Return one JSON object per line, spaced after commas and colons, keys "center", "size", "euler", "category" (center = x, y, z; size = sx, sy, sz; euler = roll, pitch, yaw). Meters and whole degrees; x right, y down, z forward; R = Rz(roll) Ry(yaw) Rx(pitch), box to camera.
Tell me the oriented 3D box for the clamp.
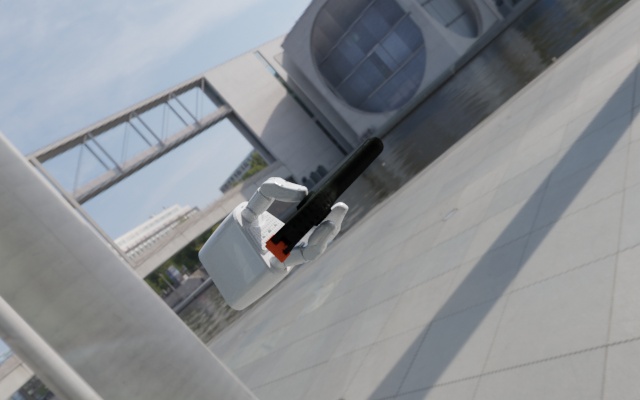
{"center": [-0.001, 0.002, 0.588], "size": [0.165, 0.036, 0.210], "euler": [-47, 0, 31], "category": "clamp"}
